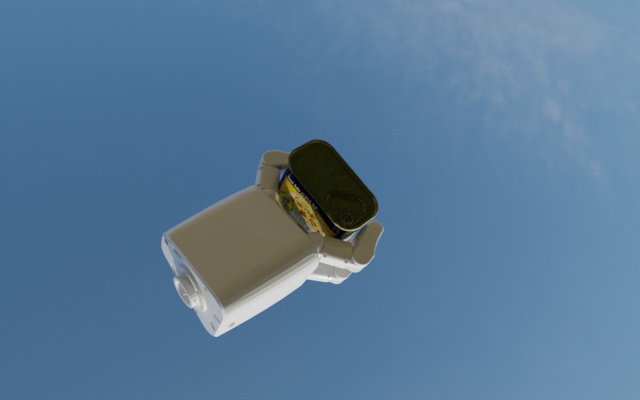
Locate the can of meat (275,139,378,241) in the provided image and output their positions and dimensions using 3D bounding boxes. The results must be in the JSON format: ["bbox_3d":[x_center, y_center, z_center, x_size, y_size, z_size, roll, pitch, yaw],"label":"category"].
[{"bbox_3d":[0.000,0.002,0.504,0.057,0.102,0.084,-33,-12,-32],"label":"can of meat"}]
